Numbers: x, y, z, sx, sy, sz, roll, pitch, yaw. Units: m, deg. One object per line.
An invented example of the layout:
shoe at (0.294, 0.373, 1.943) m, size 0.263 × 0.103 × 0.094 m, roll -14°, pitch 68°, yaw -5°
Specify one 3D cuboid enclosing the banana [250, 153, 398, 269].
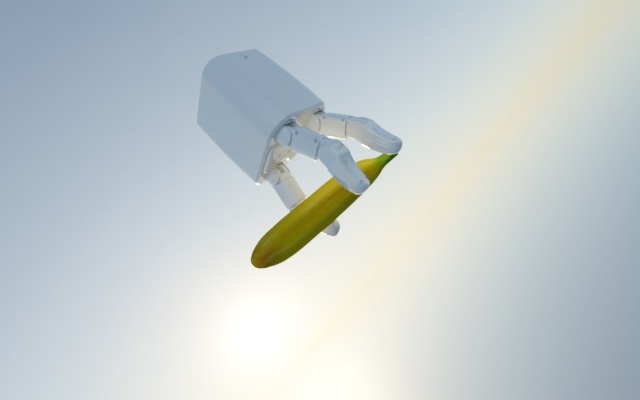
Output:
banana at (-0.001, 0.008, 0.488) m, size 0.197 × 0.037 × 0.070 m, roll -41°, pitch -11°, yaw -27°
